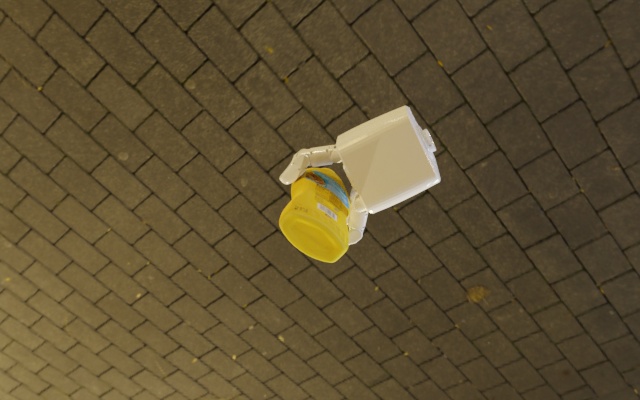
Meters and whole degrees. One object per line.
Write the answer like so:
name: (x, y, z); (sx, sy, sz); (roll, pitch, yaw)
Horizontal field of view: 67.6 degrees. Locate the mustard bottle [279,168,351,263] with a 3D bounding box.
mustard bottle: (0.000, 0.003, 0.693); (0.096, 0.058, 0.191); (34, 28, -13)
